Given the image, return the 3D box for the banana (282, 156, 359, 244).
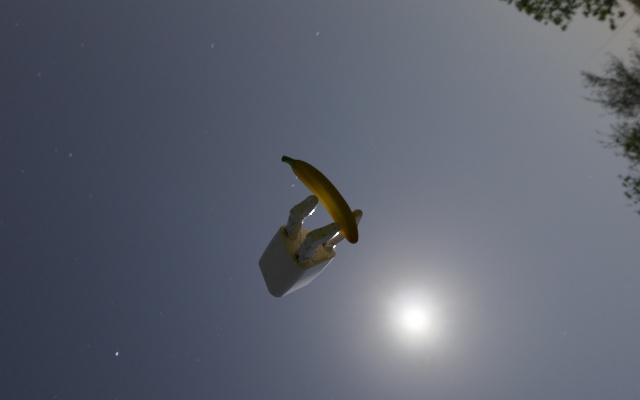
[{"bbox_3d":[0.008,-0.005,0.847,0.037,0.197,0.069,-50,-14,34],"label":"banana"}]
